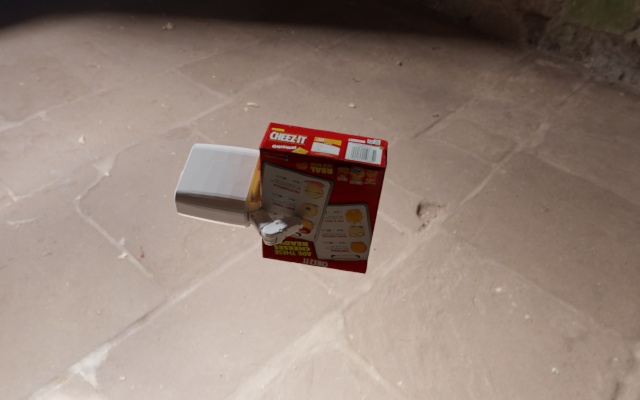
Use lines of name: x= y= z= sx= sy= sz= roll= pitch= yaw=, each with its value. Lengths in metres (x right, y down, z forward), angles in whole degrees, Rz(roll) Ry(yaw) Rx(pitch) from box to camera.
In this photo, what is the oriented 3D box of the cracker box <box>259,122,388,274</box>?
cracker box: x=0.000 y=0.002 z=0.685 sx=0.164 sy=0.214 sz=0.072 roll=9 pitch=43 yaw=5
